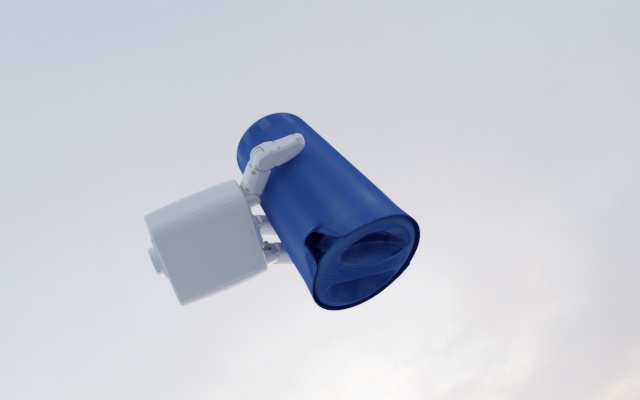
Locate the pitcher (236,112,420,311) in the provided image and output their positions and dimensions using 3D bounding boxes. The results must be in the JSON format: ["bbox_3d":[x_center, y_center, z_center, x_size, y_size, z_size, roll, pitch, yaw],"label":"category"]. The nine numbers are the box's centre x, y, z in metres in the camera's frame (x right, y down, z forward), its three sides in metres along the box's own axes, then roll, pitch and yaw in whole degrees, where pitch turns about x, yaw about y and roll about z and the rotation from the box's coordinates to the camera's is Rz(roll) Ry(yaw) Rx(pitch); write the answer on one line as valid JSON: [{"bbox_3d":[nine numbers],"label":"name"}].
[{"bbox_3d":[0.000,0.002,0.569,0.145,0.149,0.242,-22,48,-19],"label":"pitcher"}]
